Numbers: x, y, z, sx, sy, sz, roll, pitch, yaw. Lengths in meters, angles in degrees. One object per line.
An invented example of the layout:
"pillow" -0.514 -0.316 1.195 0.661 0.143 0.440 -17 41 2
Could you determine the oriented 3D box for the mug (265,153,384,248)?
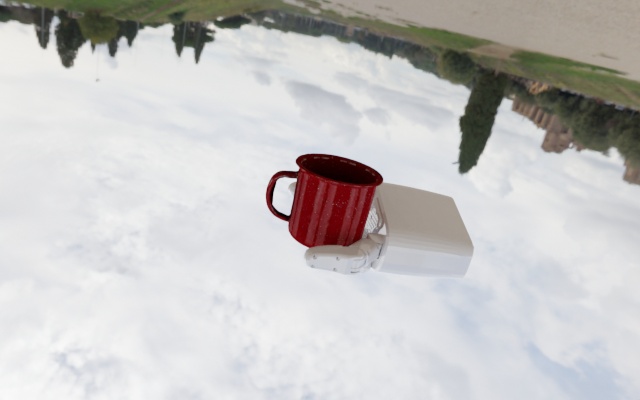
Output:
"mug" -0.001 0.002 0.504 0.117 0.081 0.093 8 22 -12
